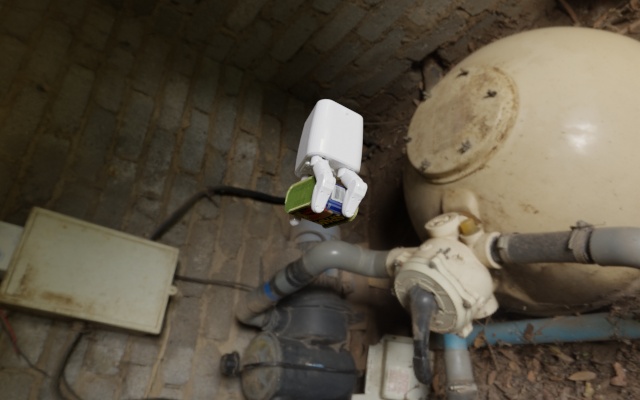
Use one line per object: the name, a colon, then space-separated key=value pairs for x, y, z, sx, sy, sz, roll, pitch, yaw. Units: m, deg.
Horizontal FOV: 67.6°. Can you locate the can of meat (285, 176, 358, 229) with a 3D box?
can of meat: x=0.000 y=0.003 z=0.794 sx=0.084 sy=0.057 sz=0.102 roll=21 pitch=-23 yaw=-29
